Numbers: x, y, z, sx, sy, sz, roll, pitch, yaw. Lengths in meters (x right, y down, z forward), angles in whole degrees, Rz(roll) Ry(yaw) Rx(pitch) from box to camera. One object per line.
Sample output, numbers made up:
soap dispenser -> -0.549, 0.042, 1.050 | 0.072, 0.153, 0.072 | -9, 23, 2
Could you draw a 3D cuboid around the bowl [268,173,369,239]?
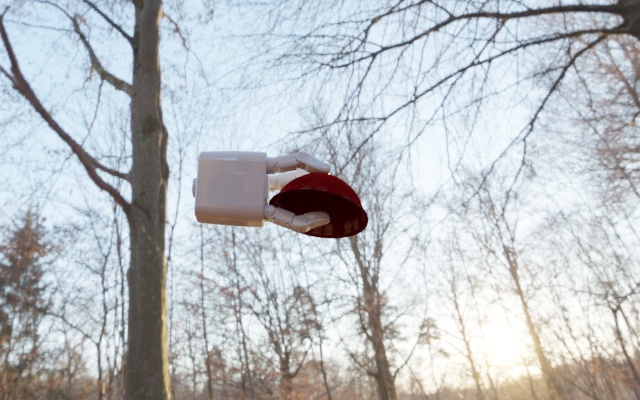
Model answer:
bowl -> 0.001, 0.003, 0.772 | 0.162, 0.055, 0.162 | 8, -30, 5
